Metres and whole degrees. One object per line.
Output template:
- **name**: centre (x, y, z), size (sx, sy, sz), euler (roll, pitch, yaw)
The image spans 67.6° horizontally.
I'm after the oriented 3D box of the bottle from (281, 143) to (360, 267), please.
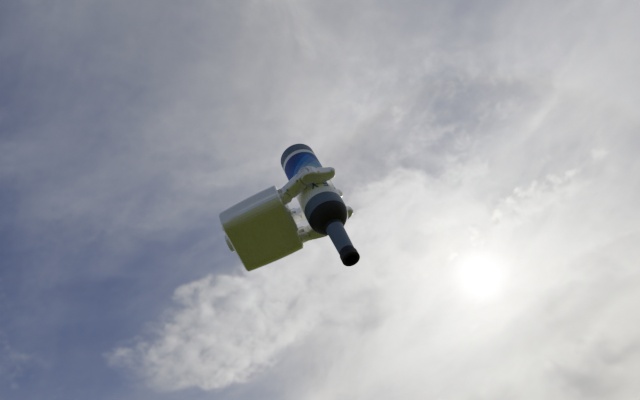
- **bottle**: centre (0.000, 0.002, 0.794), size (0.069, 0.069, 0.295), euler (0, 34, -21)
